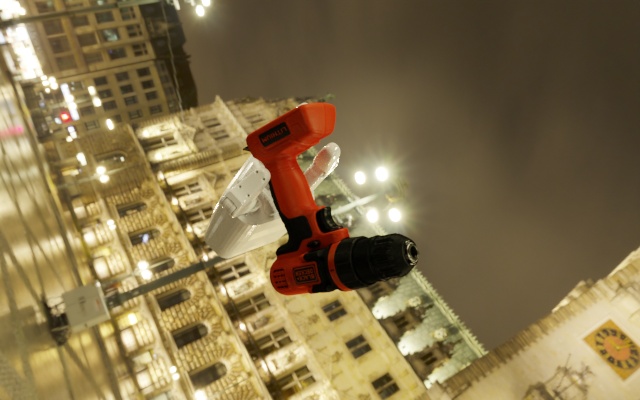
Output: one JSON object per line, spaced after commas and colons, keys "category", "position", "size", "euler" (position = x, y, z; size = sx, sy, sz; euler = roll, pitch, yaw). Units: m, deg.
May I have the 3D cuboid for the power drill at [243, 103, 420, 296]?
{"category": "power drill", "position": [0.000, 0.001, 0.486], "size": [0.184, 0.187, 0.057], "euler": [-18, -6, 41]}
